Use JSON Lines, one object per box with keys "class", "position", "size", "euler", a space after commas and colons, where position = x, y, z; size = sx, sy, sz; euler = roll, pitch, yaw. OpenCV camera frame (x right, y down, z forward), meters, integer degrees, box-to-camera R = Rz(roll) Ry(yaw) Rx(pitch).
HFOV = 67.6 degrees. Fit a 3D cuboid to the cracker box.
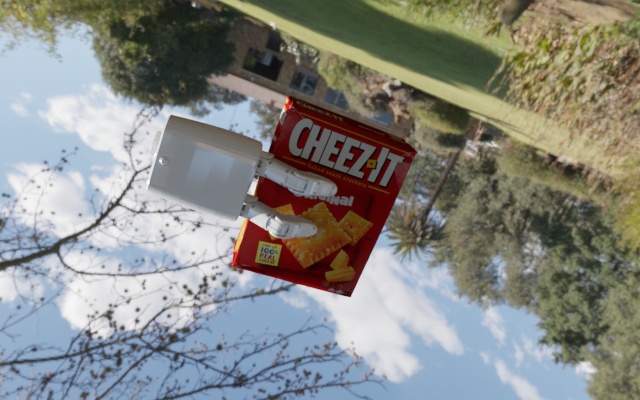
{"class": "cracker box", "position": [0.000, 0.002, 0.597], "size": [0.164, 0.214, 0.072], "euler": [18, 17, -14]}
